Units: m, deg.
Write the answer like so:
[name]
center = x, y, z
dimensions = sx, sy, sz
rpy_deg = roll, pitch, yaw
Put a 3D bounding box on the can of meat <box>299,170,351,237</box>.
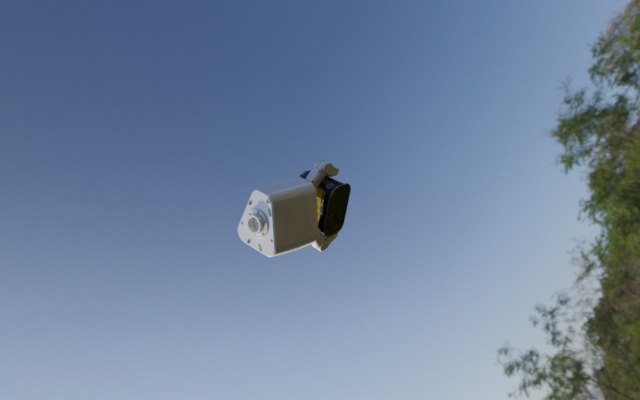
[can of meat]
center = 0.000, 0.003, 0.878
dimensions = 0.084, 0.102, 0.057
rpy_deg = 26, 29, 32
